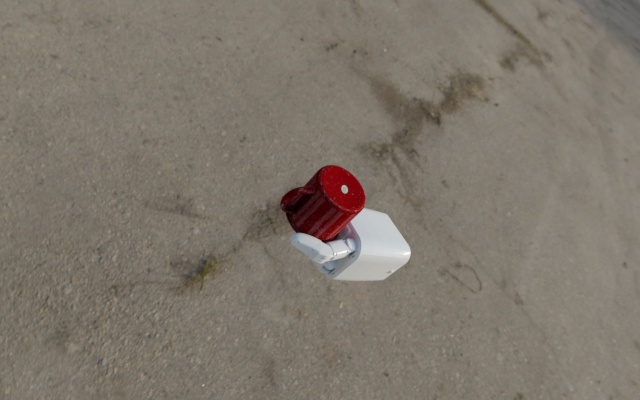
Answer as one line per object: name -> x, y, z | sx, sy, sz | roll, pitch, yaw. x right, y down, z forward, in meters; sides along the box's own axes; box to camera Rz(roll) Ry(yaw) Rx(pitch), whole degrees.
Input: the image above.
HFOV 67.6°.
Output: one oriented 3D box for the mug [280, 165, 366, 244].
mug -> -0.001, 0.002, 0.667 | 0.117, 0.093, 0.081 | 10, -39, -34
